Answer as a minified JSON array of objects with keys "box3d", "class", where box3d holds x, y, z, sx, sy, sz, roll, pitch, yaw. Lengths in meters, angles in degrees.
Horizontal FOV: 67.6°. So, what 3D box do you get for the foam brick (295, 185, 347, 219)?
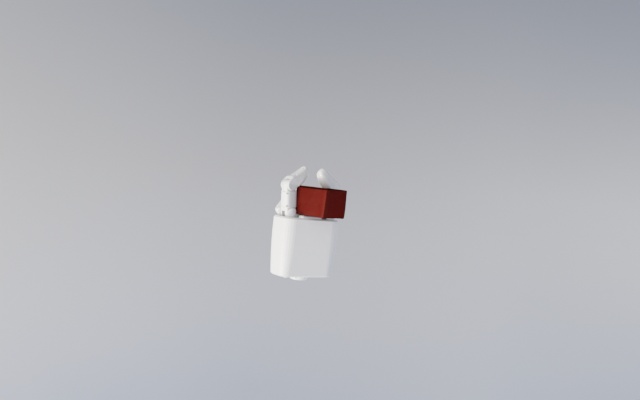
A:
[{"box3d":[0.000,0.003,0.836,0.053,0.051,0.078,4,2,-44],"class":"foam brick"}]
